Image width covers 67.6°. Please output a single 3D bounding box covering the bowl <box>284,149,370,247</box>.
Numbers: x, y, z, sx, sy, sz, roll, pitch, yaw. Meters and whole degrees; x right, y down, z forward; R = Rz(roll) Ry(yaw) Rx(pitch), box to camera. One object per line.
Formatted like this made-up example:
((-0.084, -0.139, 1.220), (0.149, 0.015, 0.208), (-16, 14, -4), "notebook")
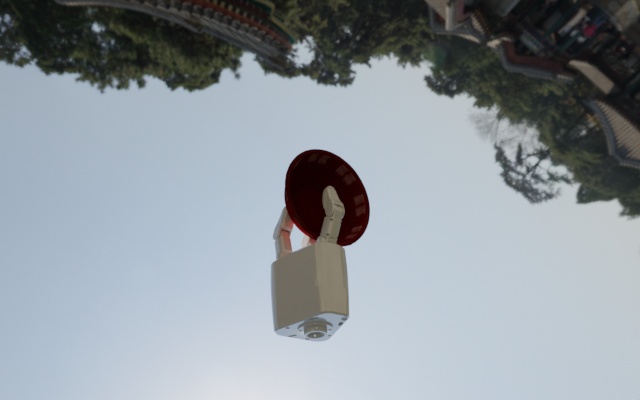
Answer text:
((0.000, 0.002, 0.755), (0.162, 0.162, 0.055), (0, -20, -38), "bowl")
